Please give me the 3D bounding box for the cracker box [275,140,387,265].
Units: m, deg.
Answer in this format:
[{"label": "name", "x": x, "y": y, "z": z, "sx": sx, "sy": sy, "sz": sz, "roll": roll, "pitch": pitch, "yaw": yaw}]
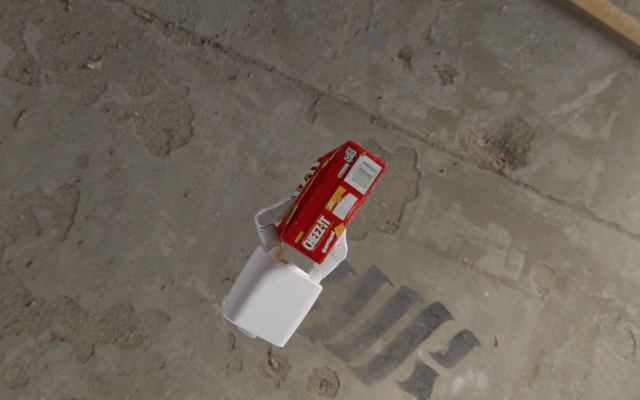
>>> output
[{"label": "cracker box", "x": 0.000, "y": 0.002, "z": 0.727, "sx": 0.072, "sy": 0.164, "sz": 0.213, "roll": 35, "pitch": -6, "yaw": -8}]
